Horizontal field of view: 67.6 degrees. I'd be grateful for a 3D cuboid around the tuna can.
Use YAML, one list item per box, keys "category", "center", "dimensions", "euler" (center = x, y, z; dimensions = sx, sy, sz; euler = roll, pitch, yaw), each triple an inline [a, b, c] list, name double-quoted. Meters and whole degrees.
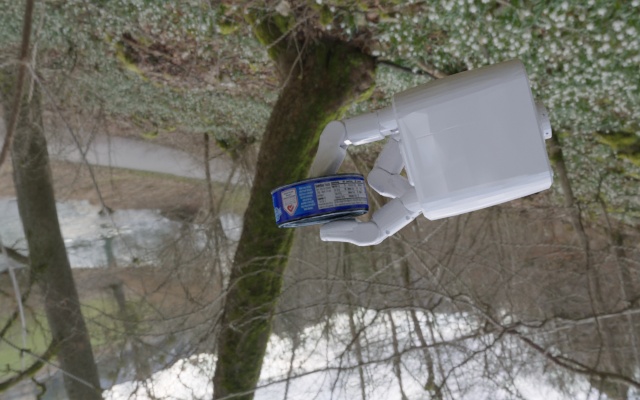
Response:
- category: "tuna can"
  center: [0.000, 0.002, 0.431]
  dimensions: [0.086, 0.033, 0.086]
  euler: [-10, -7, -1]
